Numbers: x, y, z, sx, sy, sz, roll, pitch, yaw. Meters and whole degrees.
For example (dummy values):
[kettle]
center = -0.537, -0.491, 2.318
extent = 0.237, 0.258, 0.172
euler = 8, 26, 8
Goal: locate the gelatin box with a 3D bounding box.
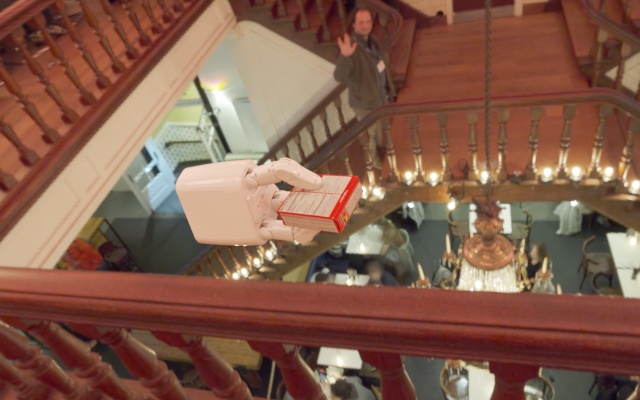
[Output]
[gelatin box]
center = 0.000, 0.002, 0.603
extent = 0.089, 0.073, 0.030
euler = 4, -42, 34
